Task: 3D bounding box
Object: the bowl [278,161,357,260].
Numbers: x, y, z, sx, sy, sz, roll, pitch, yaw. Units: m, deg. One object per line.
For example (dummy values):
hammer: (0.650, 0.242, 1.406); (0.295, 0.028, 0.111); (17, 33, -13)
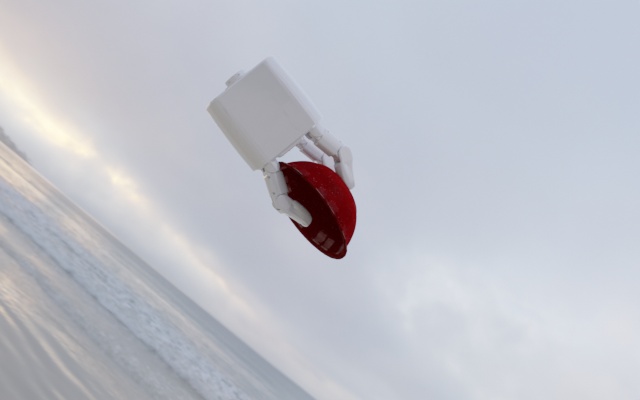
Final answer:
bowl: (0.001, 0.003, 0.668); (0.055, 0.162, 0.162); (-36, 15, -22)
